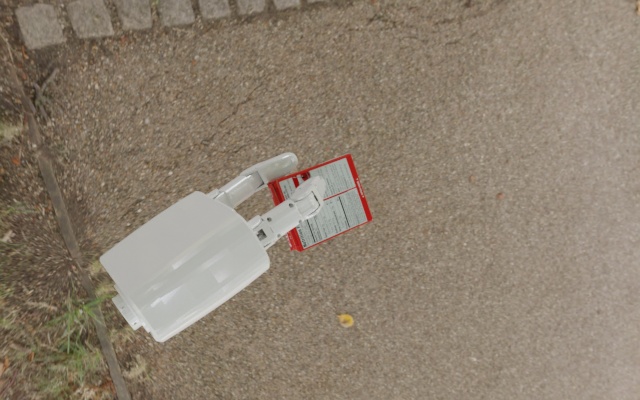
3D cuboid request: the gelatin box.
[{"bbox_3d":[0.001,0.001,0.477,0.089,0.073,0.030,-22,5,-23],"label":"gelatin box"}]
